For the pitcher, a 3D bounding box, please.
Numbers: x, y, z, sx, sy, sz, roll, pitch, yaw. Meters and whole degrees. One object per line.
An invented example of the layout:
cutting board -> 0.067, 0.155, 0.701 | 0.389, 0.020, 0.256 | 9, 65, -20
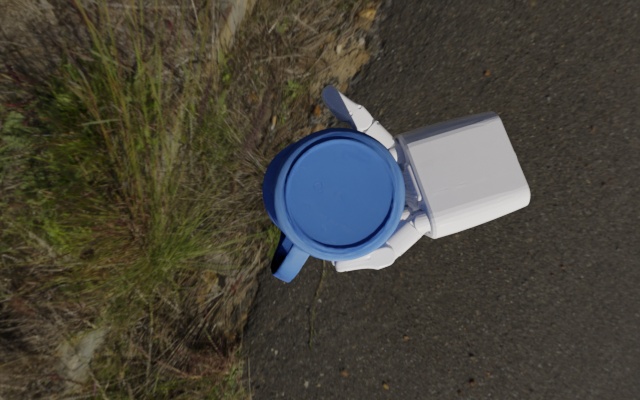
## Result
pitcher -> 0.000, 0.001, 0.492 | 0.145, 0.149, 0.243 | -17, 3, -4
